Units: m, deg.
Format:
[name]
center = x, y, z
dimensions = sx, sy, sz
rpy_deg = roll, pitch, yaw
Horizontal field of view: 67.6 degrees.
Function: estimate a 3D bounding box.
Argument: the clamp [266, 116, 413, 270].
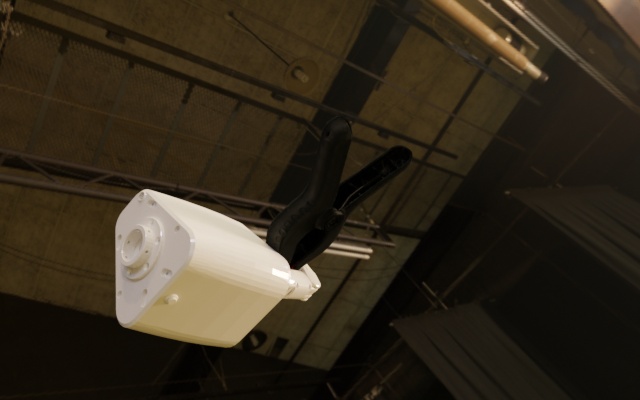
[clamp]
center = 0.000, 0.001, 0.421
dimensions = 0.120, 0.171, 0.039
rpy_deg = 28, 16, -51
